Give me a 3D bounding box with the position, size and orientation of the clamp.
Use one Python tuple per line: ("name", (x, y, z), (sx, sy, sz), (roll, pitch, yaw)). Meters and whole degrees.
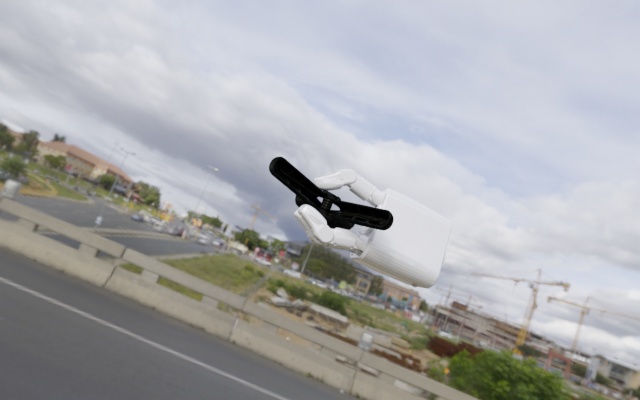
("clamp", (0.001, 0.002, 0.660), (0.164, 0.036, 0.210), (29, -11, -4))
